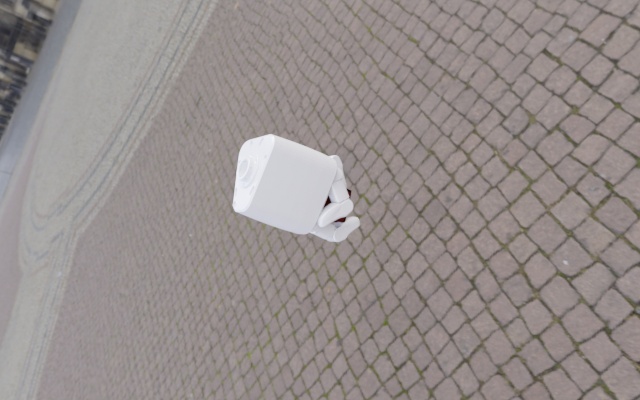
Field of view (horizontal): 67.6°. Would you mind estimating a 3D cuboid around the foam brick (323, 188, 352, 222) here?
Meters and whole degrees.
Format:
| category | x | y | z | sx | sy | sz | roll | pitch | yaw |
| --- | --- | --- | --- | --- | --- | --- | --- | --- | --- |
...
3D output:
| category | x | y | z | sx | sy | sz | roll | pitch | yaw |
| --- | --- | --- | --- | --- | --- | --- | --- | --- | --- |
| foam brick | 0.000 | 0.003 | 0.725 | 0.051 | 0.053 | 0.078 | 20 | -14 | -34 |
